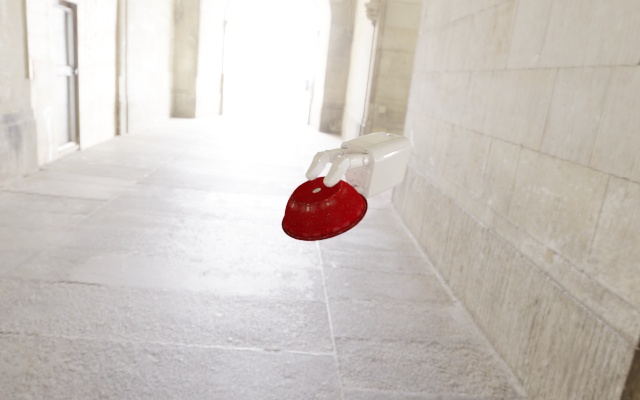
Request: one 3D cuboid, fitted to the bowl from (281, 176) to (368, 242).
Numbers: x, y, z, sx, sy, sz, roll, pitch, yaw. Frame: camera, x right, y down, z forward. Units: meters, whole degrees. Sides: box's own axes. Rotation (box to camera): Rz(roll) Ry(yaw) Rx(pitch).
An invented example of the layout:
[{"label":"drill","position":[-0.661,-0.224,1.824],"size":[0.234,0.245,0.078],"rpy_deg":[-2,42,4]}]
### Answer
[{"label":"bowl","position":[-0.001,0.003,0.845],"size":[0.162,0.055,0.162],"rpy_deg":[-13,30,8]}]
